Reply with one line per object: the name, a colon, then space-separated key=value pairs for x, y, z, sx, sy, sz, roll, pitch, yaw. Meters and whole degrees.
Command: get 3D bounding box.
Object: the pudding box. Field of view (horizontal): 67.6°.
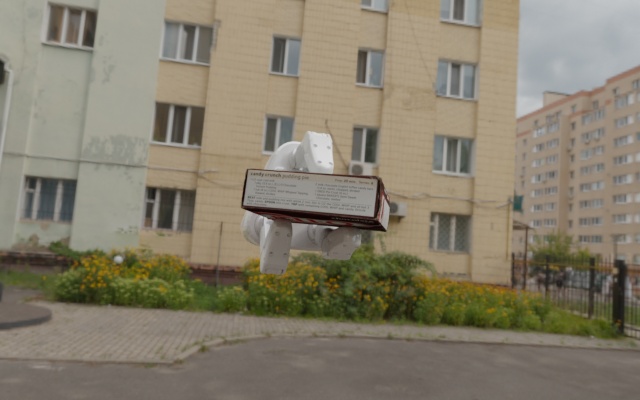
pudding box: x=0.000 y=0.001 z=0.411 sx=0.113 sy=0.039 sz=0.090 roll=3 pitch=-8 yaw=13
